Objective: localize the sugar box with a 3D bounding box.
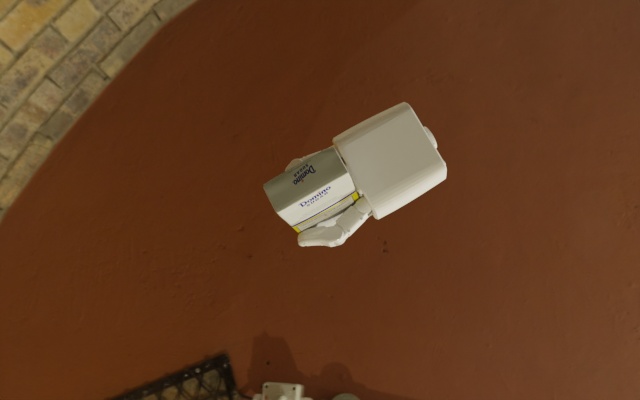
[{"bbox_3d":[0.000,0.001,0.604,0.093,0.048,0.176,-29,-24,1],"label":"sugar box"}]
